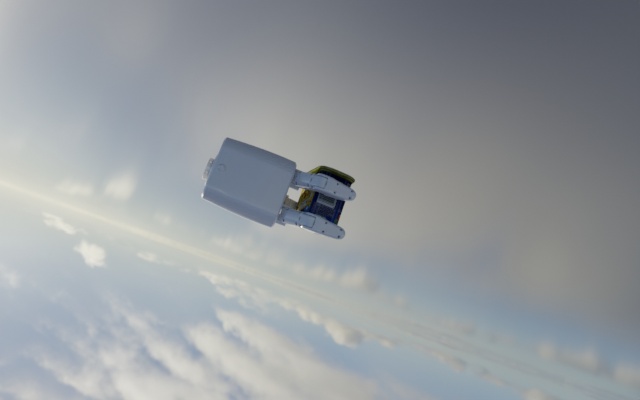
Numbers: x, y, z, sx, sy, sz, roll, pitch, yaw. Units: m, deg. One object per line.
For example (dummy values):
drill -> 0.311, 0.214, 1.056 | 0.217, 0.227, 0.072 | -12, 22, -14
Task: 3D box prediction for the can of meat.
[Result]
can of meat -> 0.000, 0.003, 0.702 | 0.057, 0.084, 0.102 | 23, -11, -14
